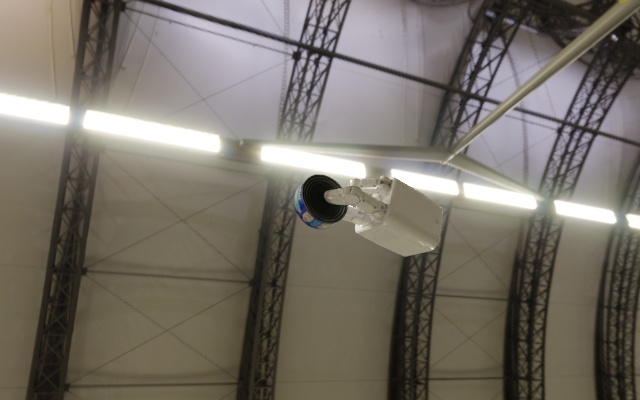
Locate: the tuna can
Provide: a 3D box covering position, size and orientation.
[{"bbox_3d":[0.000,0.003,0.775,0.086,0.086,0.034,0,-24,-34],"label":"tuna can"}]
